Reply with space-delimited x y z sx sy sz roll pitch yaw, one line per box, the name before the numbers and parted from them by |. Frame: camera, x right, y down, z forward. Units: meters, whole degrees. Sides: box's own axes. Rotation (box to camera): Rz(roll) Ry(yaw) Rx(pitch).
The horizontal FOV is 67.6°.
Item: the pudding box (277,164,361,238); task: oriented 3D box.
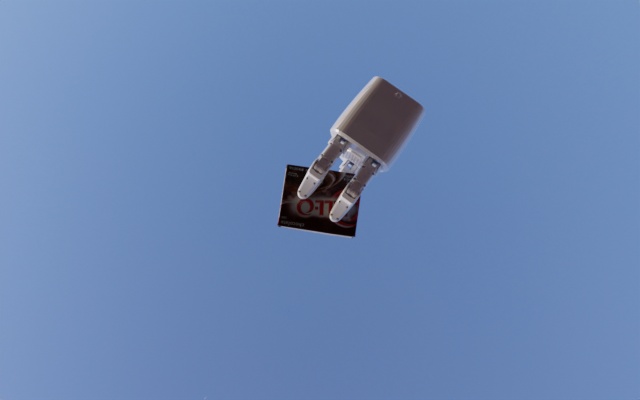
pudding box | 0.000 0.002 0.685 0.113 0.090 0.039 8 -9 0
